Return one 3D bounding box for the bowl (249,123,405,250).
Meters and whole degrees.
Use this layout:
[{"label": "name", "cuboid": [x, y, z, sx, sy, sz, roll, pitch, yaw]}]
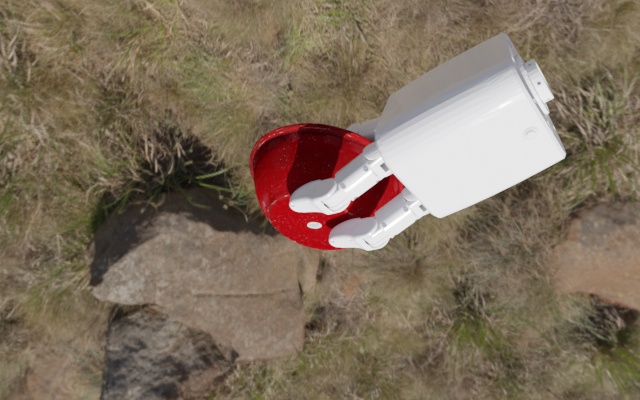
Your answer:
[{"label": "bowl", "cuboid": [-0.001, 0.002, 0.467, 0.162, 0.055, 0.162, 11, -35, 8]}]
